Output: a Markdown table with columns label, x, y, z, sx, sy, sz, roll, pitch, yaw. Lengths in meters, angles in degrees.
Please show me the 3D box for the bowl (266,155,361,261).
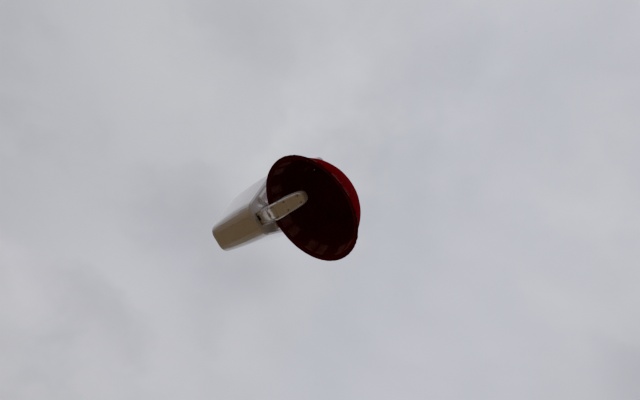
| label | x | y | z | sx | sy | sz | roll | pitch | yaw |
| --- | --- | --- | --- | --- | --- | --- | --- | --- | --- |
| bowl | 0.001 | 0.002 | 0.668 | 0.162 | 0.162 | 0.055 | 0 | 26 | 44 |
